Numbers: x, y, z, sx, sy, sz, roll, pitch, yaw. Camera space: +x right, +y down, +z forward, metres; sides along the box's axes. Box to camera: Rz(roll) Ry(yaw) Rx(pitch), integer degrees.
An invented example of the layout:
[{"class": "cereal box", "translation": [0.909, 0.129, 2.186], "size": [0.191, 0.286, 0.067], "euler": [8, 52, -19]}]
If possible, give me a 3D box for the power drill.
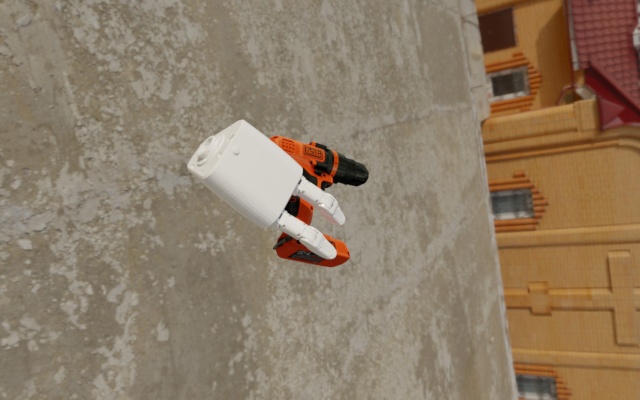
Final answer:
[{"class": "power drill", "translation": [0.000, 0.003, 0.720], "size": [0.184, 0.187, 0.057], "euler": [13, -32, -28]}]
